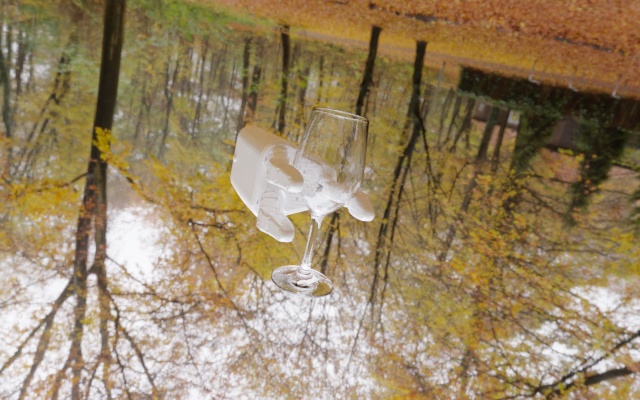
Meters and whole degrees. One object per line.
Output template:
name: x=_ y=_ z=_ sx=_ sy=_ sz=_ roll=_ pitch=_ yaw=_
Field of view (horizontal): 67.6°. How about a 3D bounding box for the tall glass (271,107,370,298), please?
tall glass: x=0.000 y=0.002 z=0.530 sx=0.079 sy=0.201 sz=0.079 roll=12 pitch=16 yaw=-4
